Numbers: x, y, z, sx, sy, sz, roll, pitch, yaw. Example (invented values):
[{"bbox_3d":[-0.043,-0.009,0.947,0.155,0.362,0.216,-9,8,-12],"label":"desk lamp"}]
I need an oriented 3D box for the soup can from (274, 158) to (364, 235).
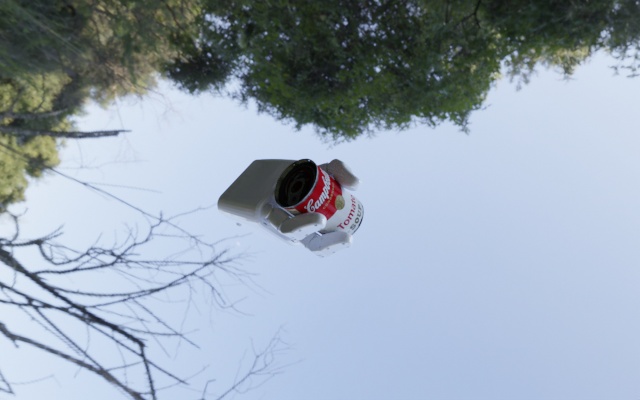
[{"bbox_3d":[0.001,0.002,0.605,0.068,0.068,0.102,0,-28,43],"label":"soup can"}]
